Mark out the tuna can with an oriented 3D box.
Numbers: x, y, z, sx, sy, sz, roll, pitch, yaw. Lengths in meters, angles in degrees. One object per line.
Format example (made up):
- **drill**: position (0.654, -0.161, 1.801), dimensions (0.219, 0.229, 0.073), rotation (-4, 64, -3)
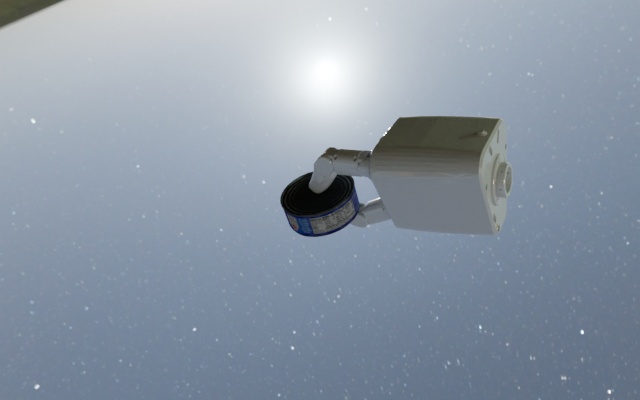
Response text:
- **tuna can**: position (0.000, 0.002, 0.541), dimensions (0.086, 0.034, 0.086), rotation (-12, 35, 9)
